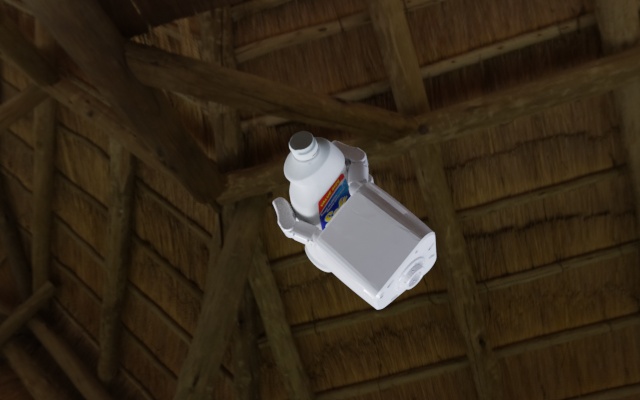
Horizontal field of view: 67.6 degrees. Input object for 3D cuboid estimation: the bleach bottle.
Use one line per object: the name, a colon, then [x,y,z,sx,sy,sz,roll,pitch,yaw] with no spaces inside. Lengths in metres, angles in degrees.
bleach bottle: [0.000,0.002,0.645,0.068,0.102,0.251,41,-14,32]
